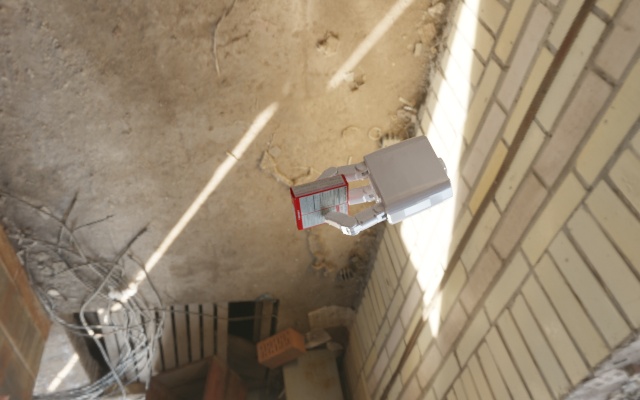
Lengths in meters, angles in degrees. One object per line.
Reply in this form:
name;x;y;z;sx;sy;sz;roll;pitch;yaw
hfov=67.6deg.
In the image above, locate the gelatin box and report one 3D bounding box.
gelatin box;0.000;0.003;0.749;0.089;0.073;0.030;-16;46;-11
